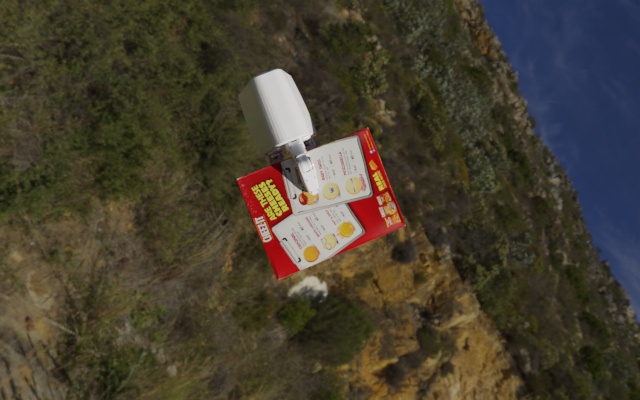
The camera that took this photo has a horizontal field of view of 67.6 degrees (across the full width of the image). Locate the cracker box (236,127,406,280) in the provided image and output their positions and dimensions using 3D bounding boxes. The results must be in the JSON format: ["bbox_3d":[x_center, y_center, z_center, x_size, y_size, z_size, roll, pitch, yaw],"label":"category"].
[{"bbox_3d":[0.000,0.002,0.739,0.213,0.164,0.072,-22,4,-7],"label":"cracker box"}]
